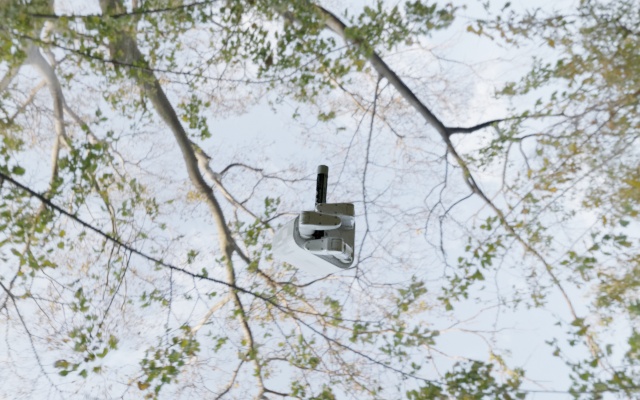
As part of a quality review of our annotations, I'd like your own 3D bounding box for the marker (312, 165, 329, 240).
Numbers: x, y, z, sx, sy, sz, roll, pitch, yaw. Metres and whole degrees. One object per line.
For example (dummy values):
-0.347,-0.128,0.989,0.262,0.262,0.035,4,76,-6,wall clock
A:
0.000,0.002,0.745,0.020,0.121,0.020,4,-20,1,marker
